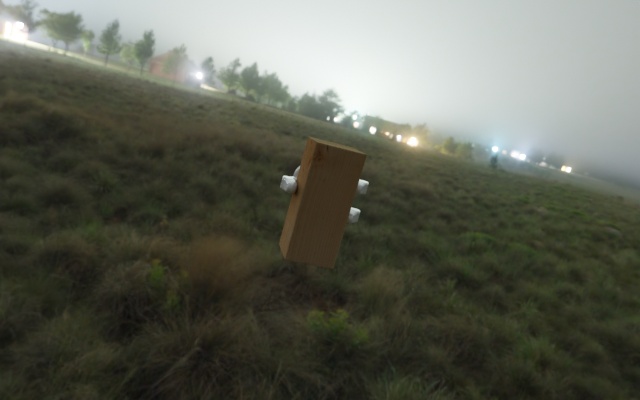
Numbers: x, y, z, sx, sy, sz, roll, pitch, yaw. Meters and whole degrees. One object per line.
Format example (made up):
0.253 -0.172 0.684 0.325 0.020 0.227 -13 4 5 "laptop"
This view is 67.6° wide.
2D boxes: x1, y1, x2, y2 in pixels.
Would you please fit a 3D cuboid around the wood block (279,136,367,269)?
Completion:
0.000 0.002 0.836 0.091 0.206 0.090 13 11 -15 "wood block"
